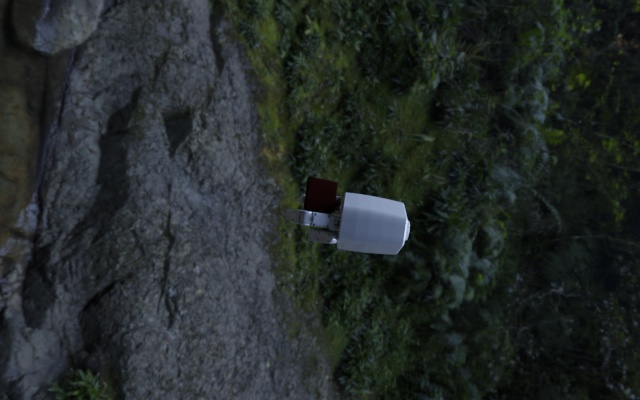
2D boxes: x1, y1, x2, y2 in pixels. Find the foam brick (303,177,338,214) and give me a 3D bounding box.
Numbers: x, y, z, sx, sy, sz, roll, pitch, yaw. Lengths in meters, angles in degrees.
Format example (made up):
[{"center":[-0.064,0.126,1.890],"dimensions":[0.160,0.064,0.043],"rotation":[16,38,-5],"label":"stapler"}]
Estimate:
[{"center":[0.000,0.002,0.805],"dimensions":[0.051,0.078,0.053],"rotation":[8,2,3],"label":"foam brick"}]
